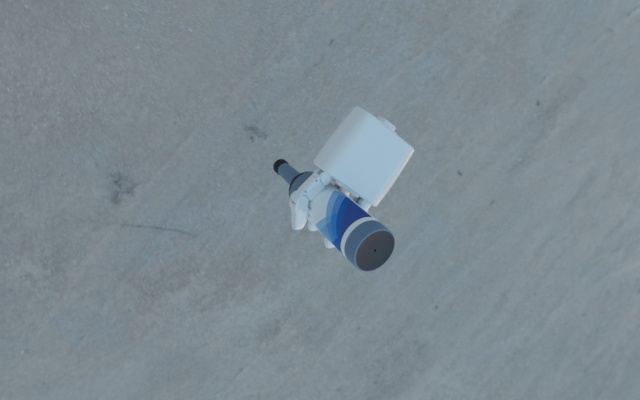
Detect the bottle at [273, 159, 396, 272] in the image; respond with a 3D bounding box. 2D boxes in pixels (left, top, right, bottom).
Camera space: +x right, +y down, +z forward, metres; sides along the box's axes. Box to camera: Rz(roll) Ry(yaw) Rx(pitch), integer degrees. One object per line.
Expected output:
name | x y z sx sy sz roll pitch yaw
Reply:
bottle | 0.000 0.003 0.737 0.069 0.069 0.295 0 26 -33
